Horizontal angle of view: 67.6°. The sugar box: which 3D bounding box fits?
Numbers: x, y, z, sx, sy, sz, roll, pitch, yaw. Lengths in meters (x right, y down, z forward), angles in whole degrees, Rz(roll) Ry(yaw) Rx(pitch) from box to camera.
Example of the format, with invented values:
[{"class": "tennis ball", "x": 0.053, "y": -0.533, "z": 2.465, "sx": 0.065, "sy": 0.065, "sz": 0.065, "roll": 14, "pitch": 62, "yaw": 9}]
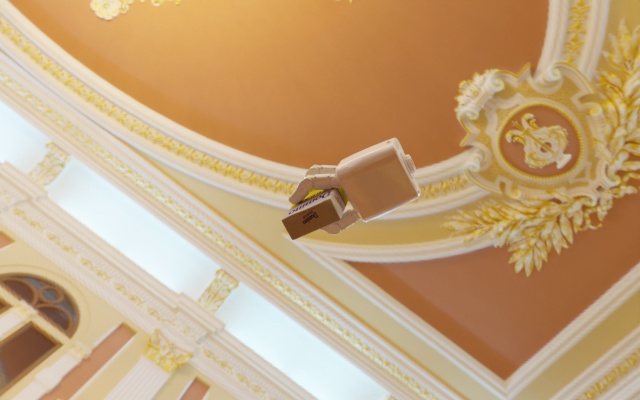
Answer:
[{"class": "sugar box", "x": 0.000, "y": 0.002, "z": 0.835, "sx": 0.093, "sy": 0.048, "sz": 0.176, "roll": -24, "pitch": 10, "yaw": 17}]
